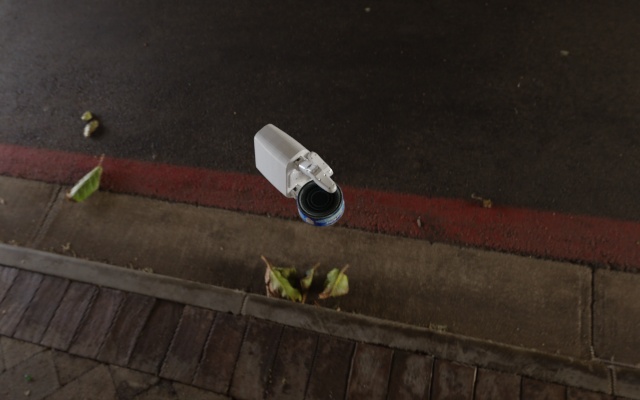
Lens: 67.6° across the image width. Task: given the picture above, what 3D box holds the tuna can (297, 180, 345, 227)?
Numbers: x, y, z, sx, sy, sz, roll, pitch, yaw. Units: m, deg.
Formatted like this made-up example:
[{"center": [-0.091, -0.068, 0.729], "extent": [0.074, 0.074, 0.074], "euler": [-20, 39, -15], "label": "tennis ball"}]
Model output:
[{"center": [0.000, 0.003, 0.865], "extent": [0.086, 0.086, 0.034], "euler": [0, -28, 6], "label": "tuna can"}]
